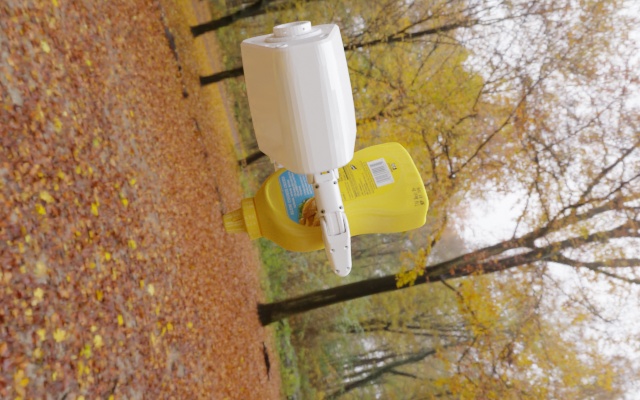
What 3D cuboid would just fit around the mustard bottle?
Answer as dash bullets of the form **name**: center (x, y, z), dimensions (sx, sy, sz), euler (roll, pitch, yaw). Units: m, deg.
- **mustard bottle**: center (0.000, 0.002, 0.470), dimensions (0.191, 0.096, 0.058), euler (-13, -38, -6)
